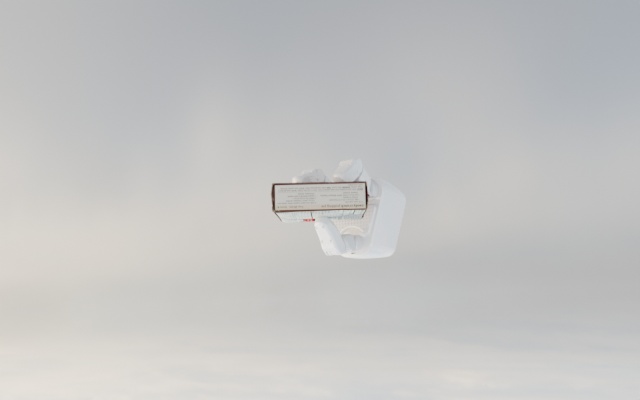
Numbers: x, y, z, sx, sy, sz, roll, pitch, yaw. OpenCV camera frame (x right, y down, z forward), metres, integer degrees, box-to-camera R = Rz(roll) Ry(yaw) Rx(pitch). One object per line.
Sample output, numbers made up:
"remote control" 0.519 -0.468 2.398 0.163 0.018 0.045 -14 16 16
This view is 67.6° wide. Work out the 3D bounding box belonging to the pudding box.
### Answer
"pudding box" 0.000 0.002 0.589 0.113 0.039 0.090 -3 -10 0
